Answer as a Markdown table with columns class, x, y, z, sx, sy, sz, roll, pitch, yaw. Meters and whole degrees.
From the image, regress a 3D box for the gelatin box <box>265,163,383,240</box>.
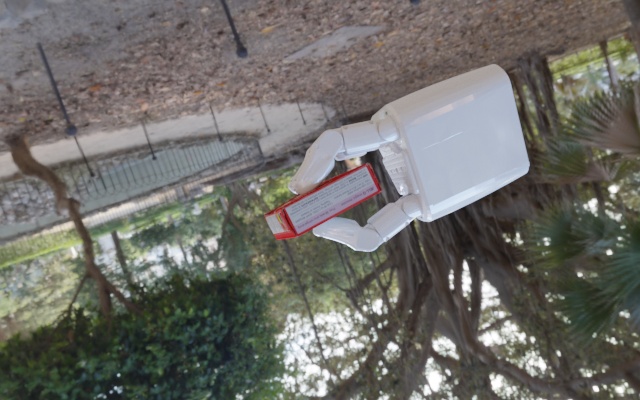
| class | x | y | z | sx | sy | sz | roll | pitch | yaw |
| --- | --- | --- | --- | --- | --- | --- | --- | --- | --- |
| gelatin box | 0.000 | 0.002 | 0.424 | 0.089 | 0.030 | 0.073 | -29 | 4 | -18 |
